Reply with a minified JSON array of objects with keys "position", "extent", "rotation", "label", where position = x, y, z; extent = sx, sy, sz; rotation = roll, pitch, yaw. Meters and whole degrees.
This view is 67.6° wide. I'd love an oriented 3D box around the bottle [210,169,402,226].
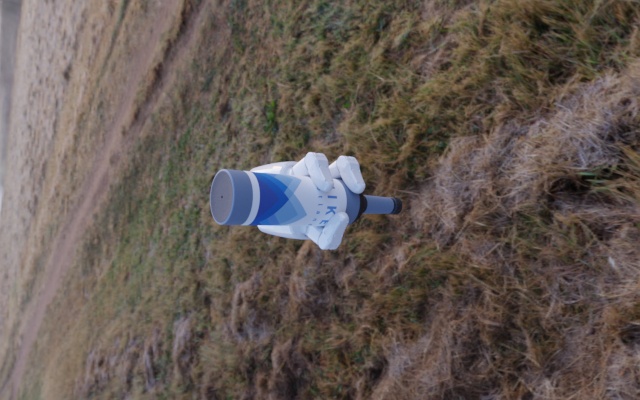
[{"position":[0.000,0.002,0.654],"extent":[0.296,0.069,0.069],"rotation":[3,-2,-37],"label":"bottle"}]
